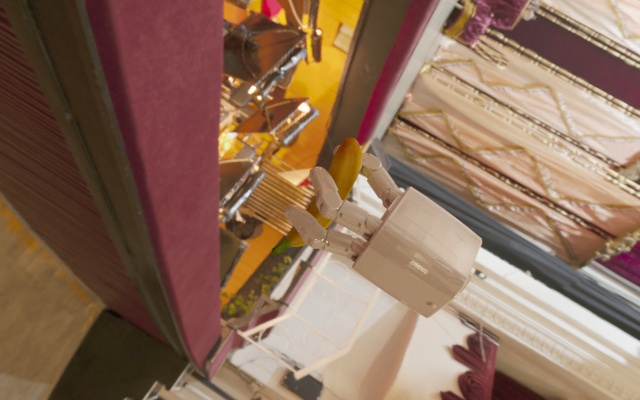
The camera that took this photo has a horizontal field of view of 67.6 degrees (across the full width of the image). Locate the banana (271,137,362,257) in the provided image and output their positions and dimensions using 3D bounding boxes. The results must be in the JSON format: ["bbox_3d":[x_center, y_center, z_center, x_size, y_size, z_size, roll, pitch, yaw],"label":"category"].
[{"bbox_3d":[0.007,-0.002,0.588,0.037,0.198,0.069,39,34,10],"label":"banana"}]
